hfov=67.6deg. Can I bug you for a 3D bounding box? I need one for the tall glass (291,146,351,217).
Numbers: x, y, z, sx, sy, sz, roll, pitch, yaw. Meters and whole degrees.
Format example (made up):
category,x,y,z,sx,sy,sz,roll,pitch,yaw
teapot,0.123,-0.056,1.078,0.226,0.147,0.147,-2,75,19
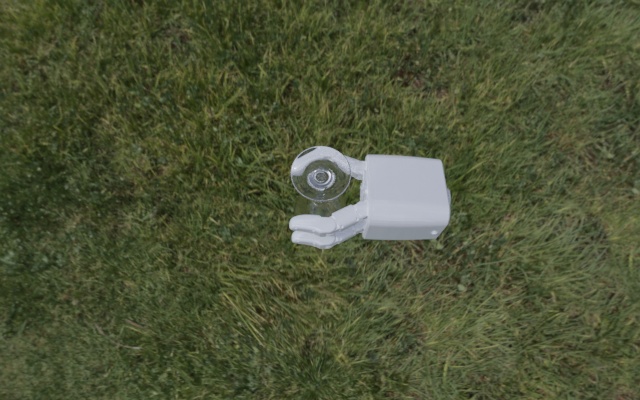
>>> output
category,x,y,z,sx,sy,sz,roll,pitch,yaw
tall glass,0.000,0.002,0.672,0.079,0.079,0.201,0,-21,-1
